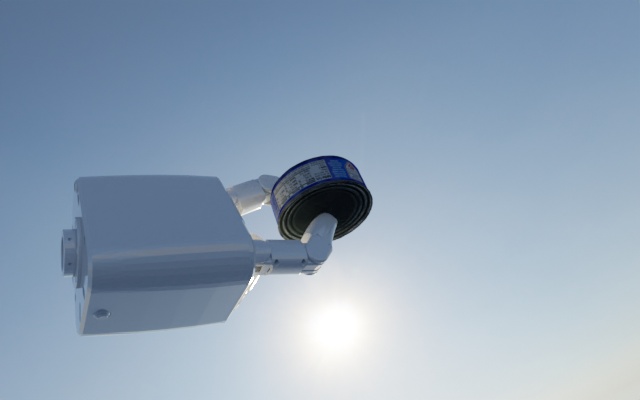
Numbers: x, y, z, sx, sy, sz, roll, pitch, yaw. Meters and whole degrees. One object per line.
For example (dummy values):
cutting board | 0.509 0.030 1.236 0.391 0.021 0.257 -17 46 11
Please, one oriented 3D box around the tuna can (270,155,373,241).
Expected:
tuna can | 0.000 0.001 0.419 0.086 0.033 0.086 -14 -37 -11
